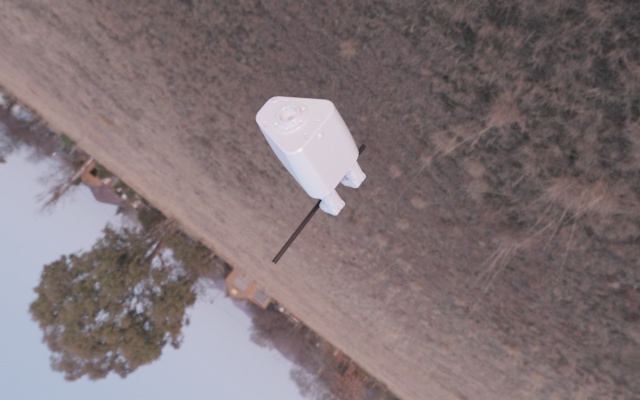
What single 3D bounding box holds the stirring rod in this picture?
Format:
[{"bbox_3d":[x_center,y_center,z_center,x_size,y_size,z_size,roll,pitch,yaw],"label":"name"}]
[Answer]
[{"bbox_3d":[0.000,0.002,0.757,0.011,0.239,0.011,35,-13,10],"label":"stirring rod"}]
